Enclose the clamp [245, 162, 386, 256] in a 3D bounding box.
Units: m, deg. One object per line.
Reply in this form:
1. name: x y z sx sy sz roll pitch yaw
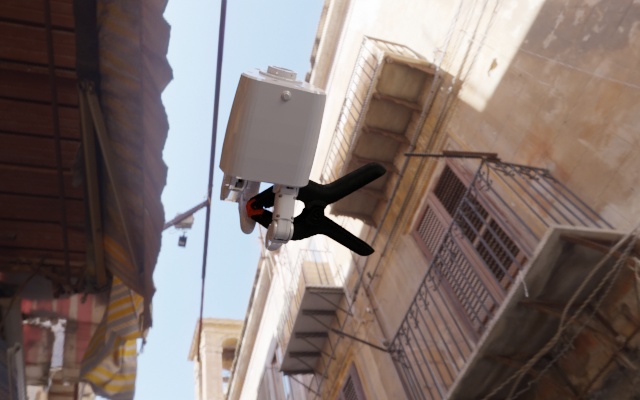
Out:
1. clamp: 0.000 0.002 0.574 0.171 0.120 0.039 9 10 -20
